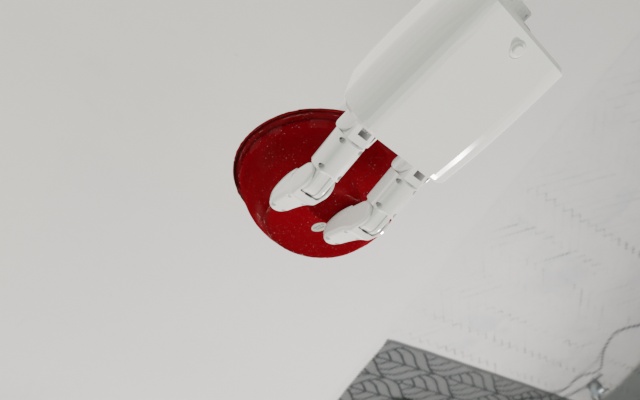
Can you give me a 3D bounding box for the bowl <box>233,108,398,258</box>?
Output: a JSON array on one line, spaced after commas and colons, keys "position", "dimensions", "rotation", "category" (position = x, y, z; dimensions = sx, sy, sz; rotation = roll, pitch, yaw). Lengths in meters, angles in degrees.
[{"position": [-0.001, 0.002, 0.415], "dimensions": [0.162, 0.055, 0.162], "rotation": [2, -42, 2], "category": "bowl"}]
